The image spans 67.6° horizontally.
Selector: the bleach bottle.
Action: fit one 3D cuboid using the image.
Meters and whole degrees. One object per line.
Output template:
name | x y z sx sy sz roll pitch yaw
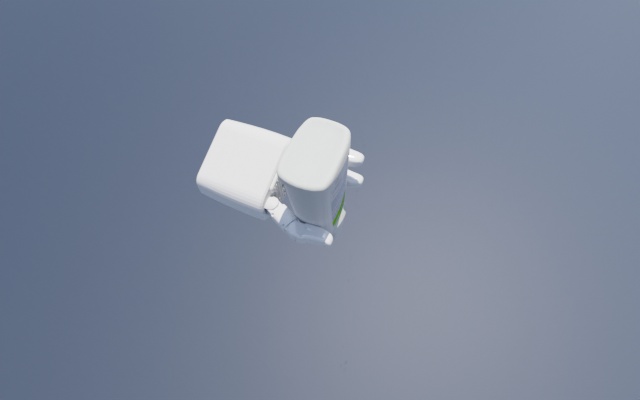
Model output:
bleach bottle | 0.000 0.002 0.650 0.068 0.102 0.251 20 -26 13
